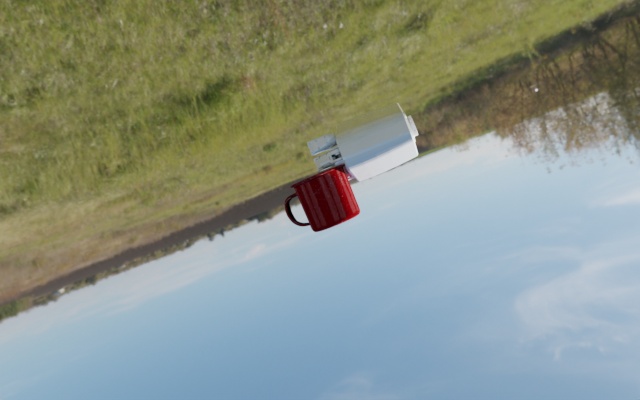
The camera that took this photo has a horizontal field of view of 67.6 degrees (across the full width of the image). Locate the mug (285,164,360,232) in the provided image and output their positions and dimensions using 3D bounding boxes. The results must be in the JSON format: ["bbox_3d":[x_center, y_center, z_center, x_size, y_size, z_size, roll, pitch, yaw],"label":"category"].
[{"bbox_3d":[-0.001,0.003,0.745,0.117,0.081,0.093,-22,1,11],"label":"mug"}]
